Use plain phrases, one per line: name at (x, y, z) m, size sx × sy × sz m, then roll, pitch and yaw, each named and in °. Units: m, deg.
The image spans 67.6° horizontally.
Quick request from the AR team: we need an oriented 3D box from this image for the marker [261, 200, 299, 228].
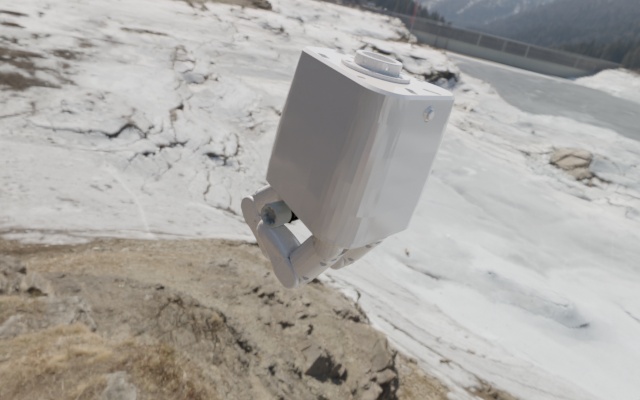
marker at (0.000, 0.001, 0.402) m, size 0.020 × 0.020 × 0.121 m, roll 0°, pitch 9°, yaw 41°
